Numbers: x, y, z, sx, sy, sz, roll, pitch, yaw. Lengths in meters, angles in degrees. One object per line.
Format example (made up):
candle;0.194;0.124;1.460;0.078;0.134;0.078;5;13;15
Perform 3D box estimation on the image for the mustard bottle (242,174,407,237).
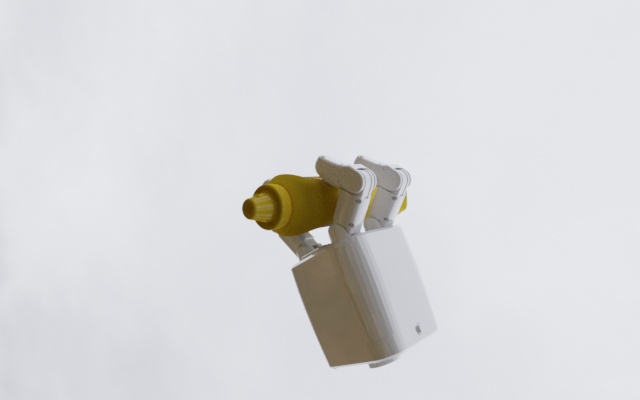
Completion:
mustard bottle;0.000;0.001;0.476;0.096;0.058;0.191;2;5;40
